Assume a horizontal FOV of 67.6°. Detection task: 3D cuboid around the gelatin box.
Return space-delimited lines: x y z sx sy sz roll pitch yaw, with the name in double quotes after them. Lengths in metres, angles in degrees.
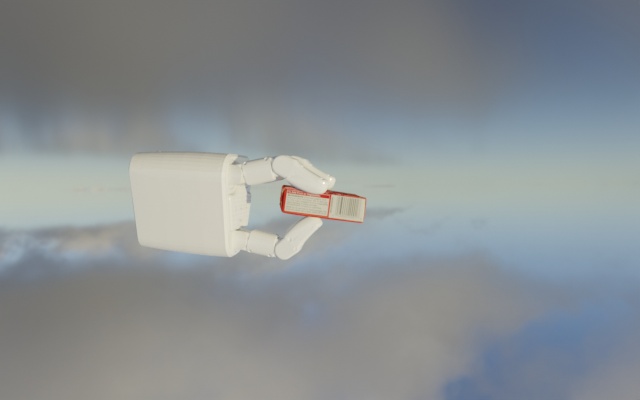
0.000 0.002 0.524 0.089 0.030 0.073 8 3 -5 "gelatin box"
